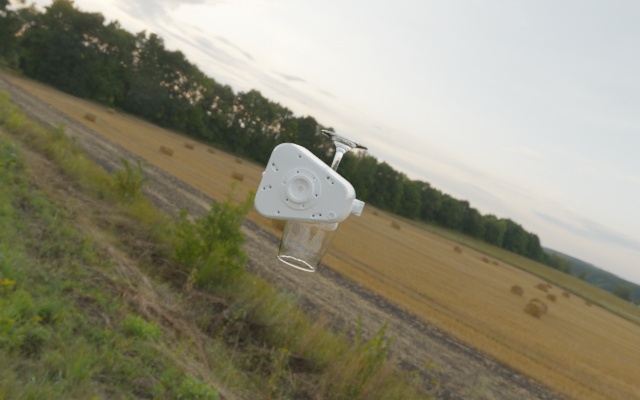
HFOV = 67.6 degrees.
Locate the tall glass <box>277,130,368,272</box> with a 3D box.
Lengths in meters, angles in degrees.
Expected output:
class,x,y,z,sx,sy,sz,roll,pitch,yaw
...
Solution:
class,x,y,z,sx,sy,sz,roll,pitch,yaw
tall glass,0.000,0.002,0.712,0.079,0.201,0.079,21,2,-1
